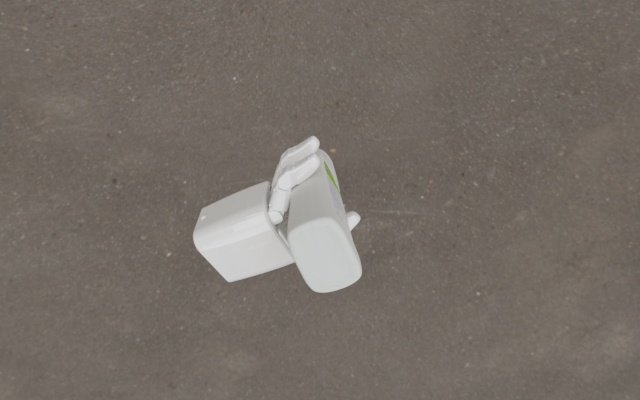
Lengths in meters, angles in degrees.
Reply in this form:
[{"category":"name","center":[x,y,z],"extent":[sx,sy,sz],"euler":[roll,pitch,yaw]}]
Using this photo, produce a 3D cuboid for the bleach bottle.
[{"category":"bleach bottle","center":[0.000,0.002,0.632],"extent":[0.068,0.103,0.250],"euler":[-20,28,9]}]
